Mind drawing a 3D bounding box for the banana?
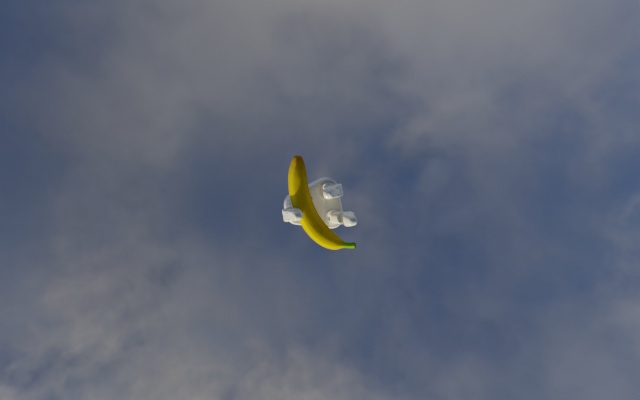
[{"bbox_3d":[-0.014,0.015,0.869,0.069,0.198,0.037,-32,4,10],"label":"banana"}]
